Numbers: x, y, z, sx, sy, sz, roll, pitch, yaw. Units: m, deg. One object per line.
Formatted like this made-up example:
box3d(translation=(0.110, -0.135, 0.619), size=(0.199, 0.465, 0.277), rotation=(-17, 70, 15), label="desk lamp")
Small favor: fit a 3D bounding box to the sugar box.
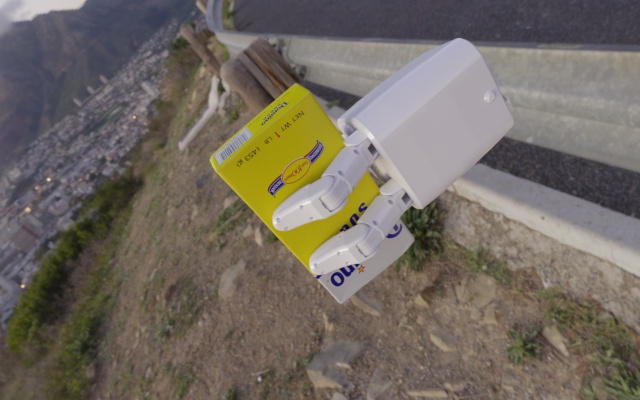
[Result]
box3d(translation=(0.000, 0.001, 0.403), size=(0.093, 0.176, 0.048), rotation=(-40, 28, 0), label="sugar box")
